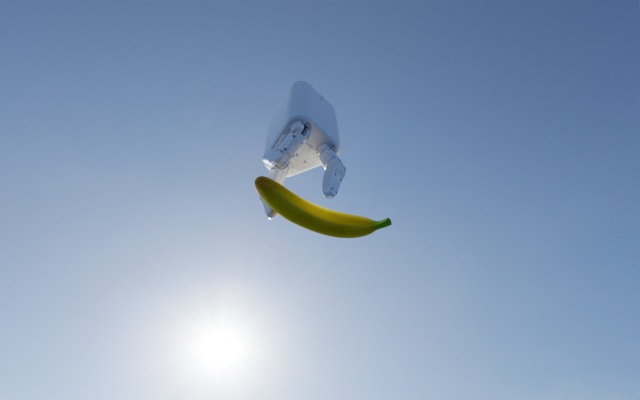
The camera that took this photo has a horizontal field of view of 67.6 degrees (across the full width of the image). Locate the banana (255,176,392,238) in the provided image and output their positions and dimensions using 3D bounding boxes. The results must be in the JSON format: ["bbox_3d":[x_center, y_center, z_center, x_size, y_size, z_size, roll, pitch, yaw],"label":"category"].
[{"bbox_3d":[-0.004,0.015,0.664,0.198,0.037,0.070,17,-48,-16],"label":"banana"}]
